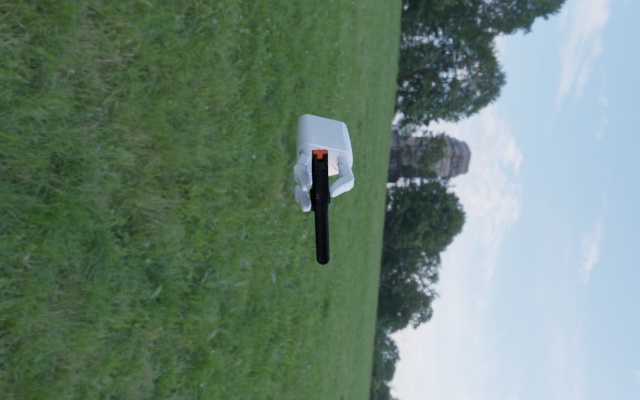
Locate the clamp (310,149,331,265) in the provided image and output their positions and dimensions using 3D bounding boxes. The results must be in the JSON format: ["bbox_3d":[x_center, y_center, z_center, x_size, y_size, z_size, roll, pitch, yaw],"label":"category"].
[{"bbox_3d":[0.001,0.002,0.874,0.036,0.164,0.210,-4,-44,-5],"label":"clamp"}]
